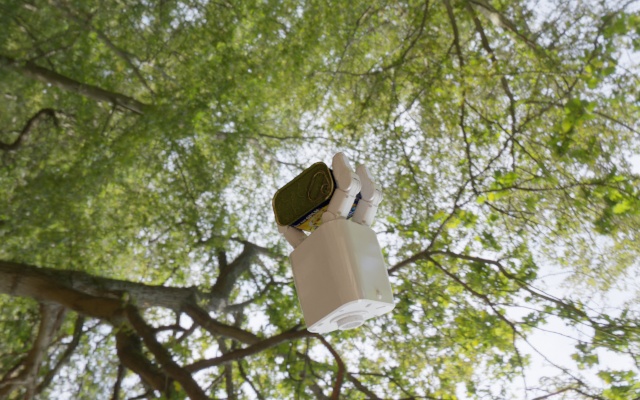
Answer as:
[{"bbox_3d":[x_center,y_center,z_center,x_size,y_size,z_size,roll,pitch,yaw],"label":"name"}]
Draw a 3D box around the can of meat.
[{"bbox_3d":[0.000,0.002,0.648,0.102,0.057,0.084,-35,-35,27],"label":"can of meat"}]
